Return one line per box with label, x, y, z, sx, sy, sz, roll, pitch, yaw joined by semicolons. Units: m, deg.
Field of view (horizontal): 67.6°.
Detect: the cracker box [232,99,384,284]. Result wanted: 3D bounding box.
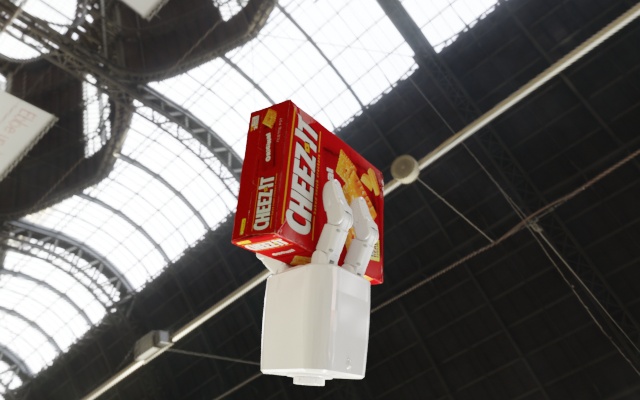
cracker box;0.000;0.002;0.587;0.072;0.164;0.214;-13;-28;33
